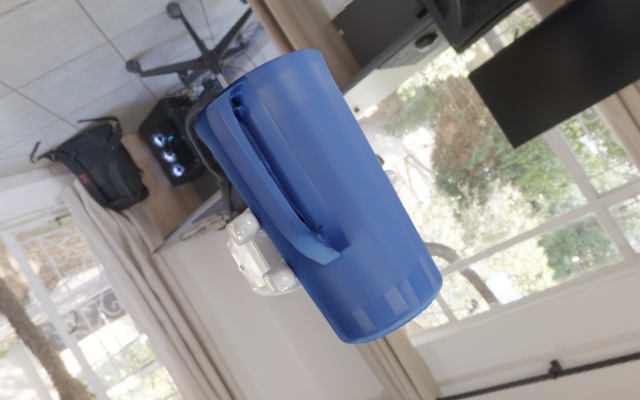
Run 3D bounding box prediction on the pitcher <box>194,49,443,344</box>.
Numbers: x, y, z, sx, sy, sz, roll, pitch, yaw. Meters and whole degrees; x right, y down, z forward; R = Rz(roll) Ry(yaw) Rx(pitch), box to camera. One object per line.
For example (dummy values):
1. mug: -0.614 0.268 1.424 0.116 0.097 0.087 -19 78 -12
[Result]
1. pitcher: 0.000 0.001 0.422 0.149 0.243 0.145 -31 -3 -28
